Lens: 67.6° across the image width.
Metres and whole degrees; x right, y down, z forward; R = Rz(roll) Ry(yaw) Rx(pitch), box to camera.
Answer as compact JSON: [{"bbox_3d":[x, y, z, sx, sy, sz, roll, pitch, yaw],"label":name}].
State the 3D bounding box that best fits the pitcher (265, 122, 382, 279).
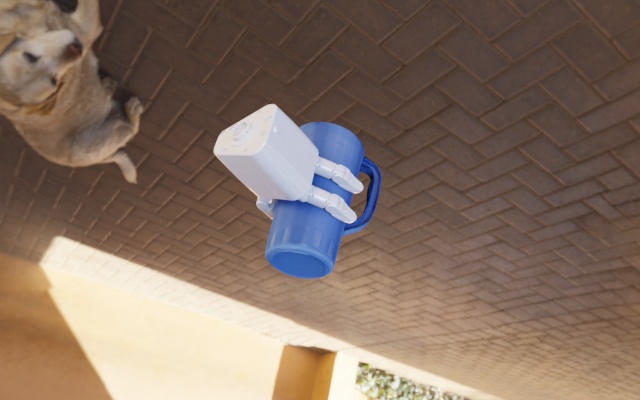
[{"bbox_3d":[0.000,0.002,0.788,0.149,0.242,0.145,-10,-39,31],"label":"pitcher"}]
